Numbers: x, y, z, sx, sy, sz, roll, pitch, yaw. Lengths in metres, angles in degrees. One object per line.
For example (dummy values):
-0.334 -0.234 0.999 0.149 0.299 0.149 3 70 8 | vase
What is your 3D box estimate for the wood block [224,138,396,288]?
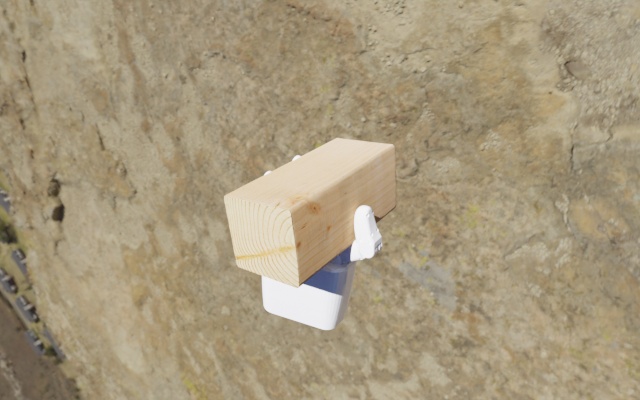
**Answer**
0.000 0.002 0.555 0.091 0.090 0.206 13 30 34 | wood block
